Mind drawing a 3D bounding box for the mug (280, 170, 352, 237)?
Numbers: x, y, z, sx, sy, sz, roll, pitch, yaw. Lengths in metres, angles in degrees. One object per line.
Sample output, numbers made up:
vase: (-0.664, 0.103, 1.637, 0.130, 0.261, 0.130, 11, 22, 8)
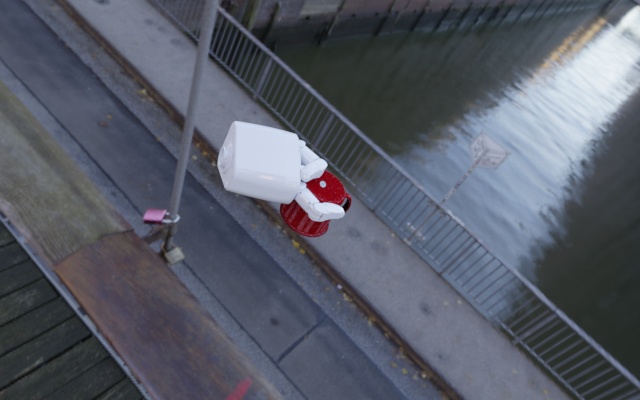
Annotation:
mug: (0.002, 0.003, 0.806, 0.117, 0.093, 0.081, 9, -46, -28)
